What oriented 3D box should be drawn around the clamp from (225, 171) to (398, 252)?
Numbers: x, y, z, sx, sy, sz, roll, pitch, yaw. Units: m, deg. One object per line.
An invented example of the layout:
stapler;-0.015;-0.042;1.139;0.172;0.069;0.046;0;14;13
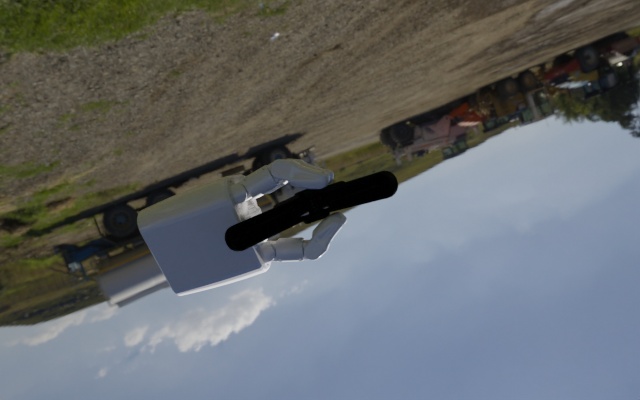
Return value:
clamp;0.000;0.002;0.517;0.164;0.036;0.210;-19;3;7
